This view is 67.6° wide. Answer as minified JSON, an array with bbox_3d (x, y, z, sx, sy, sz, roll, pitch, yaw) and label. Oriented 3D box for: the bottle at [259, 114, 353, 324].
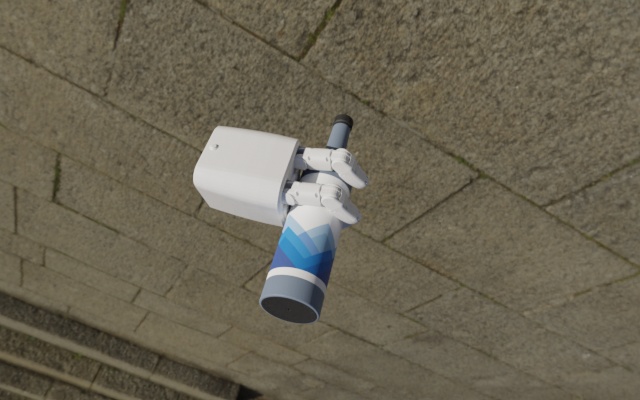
[{"bbox_3d":[0.000,0.002,0.592,0.069,0.295,0.069,11,-36,8],"label":"bottle"}]
